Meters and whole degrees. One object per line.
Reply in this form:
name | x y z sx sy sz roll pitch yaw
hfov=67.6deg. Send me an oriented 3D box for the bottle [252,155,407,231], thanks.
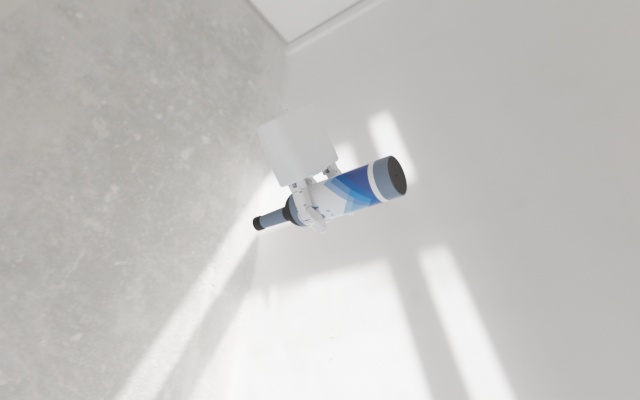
bottle | 0.000 0.003 0.813 0.296 0.069 0.069 -19 -10 32
